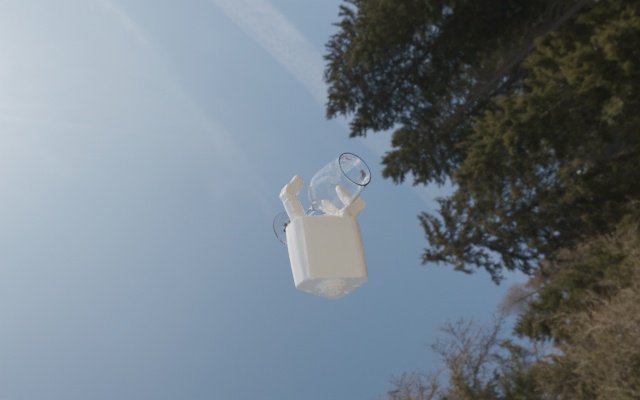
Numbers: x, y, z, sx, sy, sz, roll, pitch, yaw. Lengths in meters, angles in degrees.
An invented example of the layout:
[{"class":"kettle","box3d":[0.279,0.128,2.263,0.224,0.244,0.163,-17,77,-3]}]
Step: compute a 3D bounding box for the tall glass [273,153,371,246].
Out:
[{"class":"tall glass","box3d":[0.000,0.003,0.800,0.079,0.079,0.201,0,-32,-39]}]
